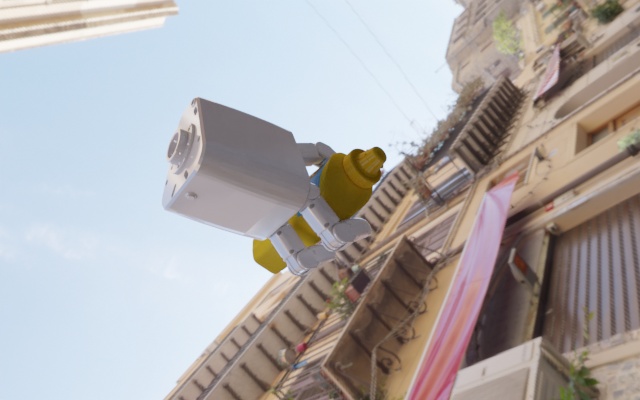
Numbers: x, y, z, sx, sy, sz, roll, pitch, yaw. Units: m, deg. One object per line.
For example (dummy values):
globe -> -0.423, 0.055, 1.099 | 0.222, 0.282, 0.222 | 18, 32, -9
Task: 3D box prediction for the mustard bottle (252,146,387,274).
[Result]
mustard bottle -> 0.000, 0.002, 0.516 | 0.058, 0.096, 0.192 | 37, -49, -15
